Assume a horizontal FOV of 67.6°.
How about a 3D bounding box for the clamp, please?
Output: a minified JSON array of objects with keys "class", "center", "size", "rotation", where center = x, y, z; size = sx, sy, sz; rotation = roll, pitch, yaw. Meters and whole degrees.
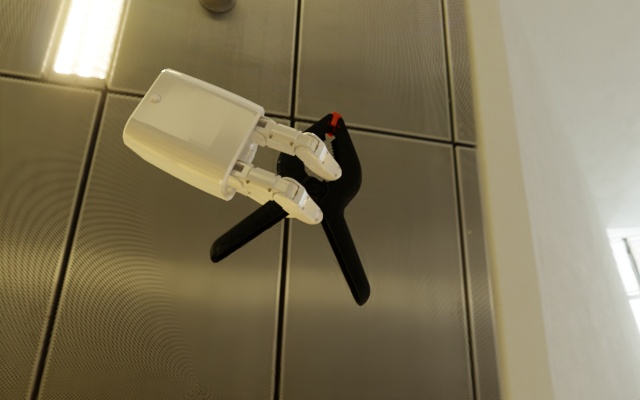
[{"class":"clamp","center":[0.000,0.001,0.512],"size":[0.164,0.210,0.036],"rotation":[24,-24,-2]}]
